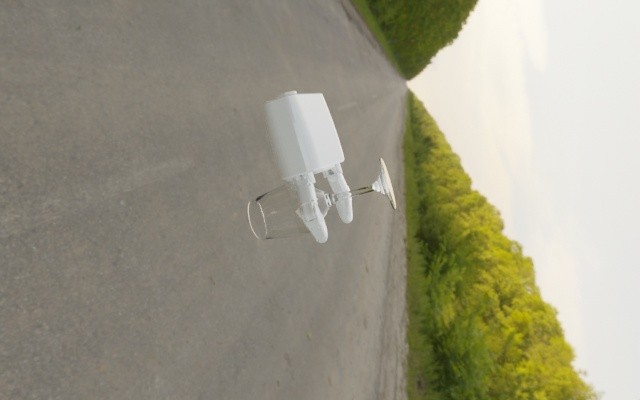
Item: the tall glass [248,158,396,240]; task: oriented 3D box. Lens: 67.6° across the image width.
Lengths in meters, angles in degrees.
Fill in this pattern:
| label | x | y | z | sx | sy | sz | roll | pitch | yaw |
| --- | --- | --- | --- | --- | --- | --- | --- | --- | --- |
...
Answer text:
| label | x | y | z | sx | sy | sz | roll | pitch | yaw |
| --- | --- | --- | --- | --- | --- | --- | --- | --- | --- |
| tall glass | 0.001 | 0.002 | 0.679 | 0.201 | 0.079 | 0.079 | -16 | -4 | 13 |
